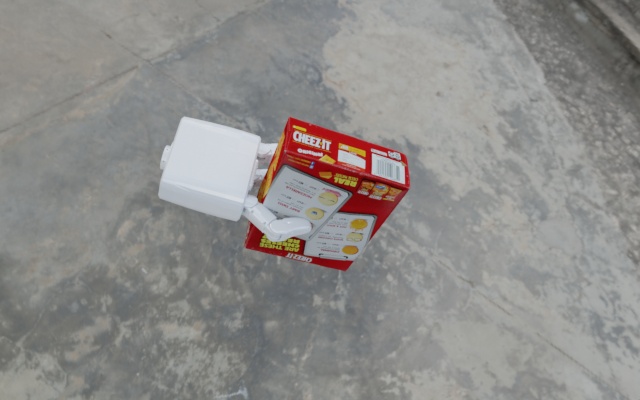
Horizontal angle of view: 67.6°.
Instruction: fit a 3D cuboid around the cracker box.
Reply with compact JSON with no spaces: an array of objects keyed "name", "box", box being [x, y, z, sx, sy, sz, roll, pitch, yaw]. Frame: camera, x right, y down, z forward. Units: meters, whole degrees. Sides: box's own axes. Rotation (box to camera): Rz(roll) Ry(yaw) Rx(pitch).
[{"name":"cracker box","box":[0.000,0.002,0.657,0.164,0.072,0.214,15,-41,-13]}]
